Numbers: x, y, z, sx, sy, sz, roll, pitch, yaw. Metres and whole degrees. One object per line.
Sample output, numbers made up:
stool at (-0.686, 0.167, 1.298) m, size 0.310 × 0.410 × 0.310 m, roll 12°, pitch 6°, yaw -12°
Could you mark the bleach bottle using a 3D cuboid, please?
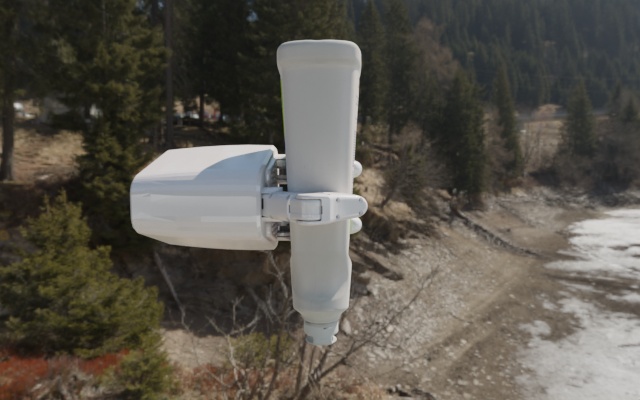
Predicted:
bleach bottle at (0.000, 0.001, 0.412) m, size 0.068 × 0.251 × 0.102 m, roll 0°, pitch 4°, yaw 3°
